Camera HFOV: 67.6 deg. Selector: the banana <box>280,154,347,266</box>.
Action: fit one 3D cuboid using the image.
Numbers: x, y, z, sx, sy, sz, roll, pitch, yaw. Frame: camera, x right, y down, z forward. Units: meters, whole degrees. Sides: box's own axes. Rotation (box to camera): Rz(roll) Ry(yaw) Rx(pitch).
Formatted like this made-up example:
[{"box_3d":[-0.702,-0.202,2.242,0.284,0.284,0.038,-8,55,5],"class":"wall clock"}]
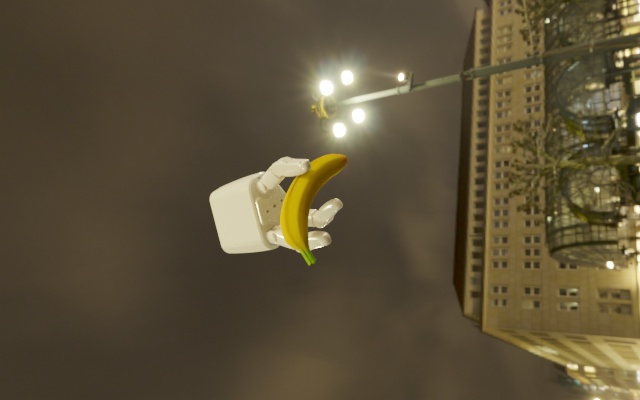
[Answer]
[{"box_3d":[-0.014,-0.006,0.673,0.070,0.197,0.037,40,-40,-26],"class":"banana"}]
